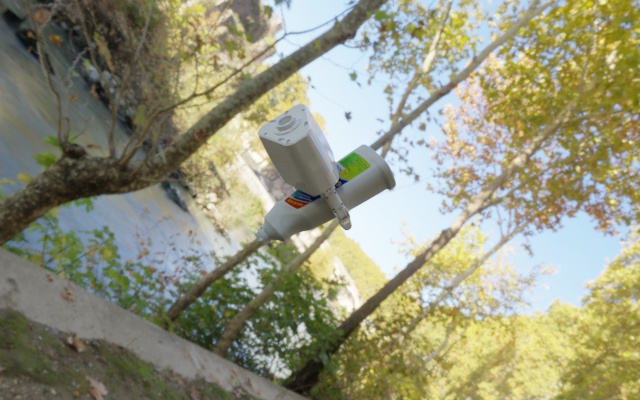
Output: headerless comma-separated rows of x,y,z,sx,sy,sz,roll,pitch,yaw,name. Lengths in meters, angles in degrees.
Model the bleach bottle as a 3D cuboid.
0.000,0.003,0.828,0.251,0.068,0.102,-33,38,-5,bleach bottle
